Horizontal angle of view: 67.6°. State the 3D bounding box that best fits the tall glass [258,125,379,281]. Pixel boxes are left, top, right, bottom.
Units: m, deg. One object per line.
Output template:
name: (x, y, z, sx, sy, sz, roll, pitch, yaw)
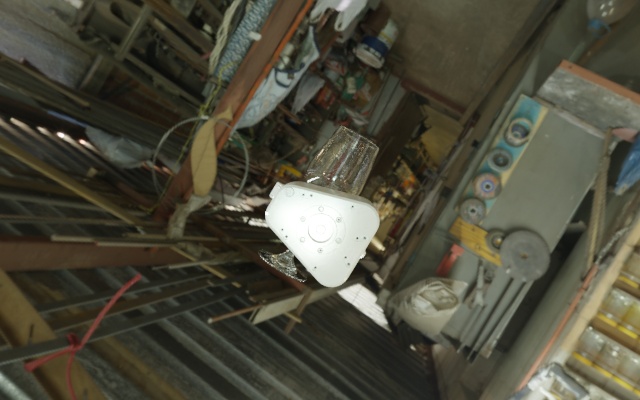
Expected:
tall glass: (0.000, 0.003, 0.632, 0.079, 0.201, 0.079, 31, 2, -1)
